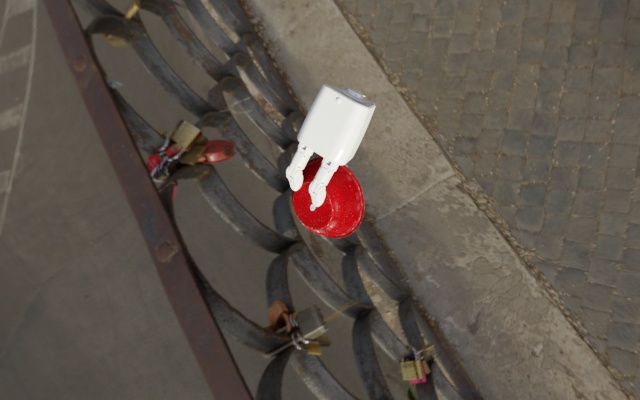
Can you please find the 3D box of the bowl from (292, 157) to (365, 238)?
[{"bbox_3d":[0.000,0.004,0.895,0.162,0.162,0.055,0,17,37],"label":"bowl"}]
